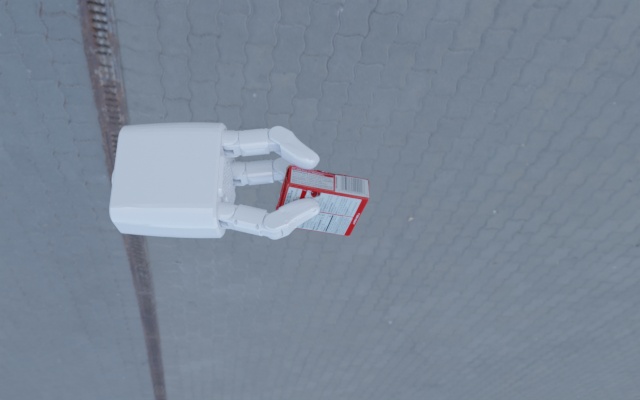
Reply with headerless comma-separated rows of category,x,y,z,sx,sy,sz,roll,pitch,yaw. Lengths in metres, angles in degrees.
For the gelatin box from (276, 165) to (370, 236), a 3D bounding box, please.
gelatin box,0.000,0.002,0.514,0.089,0.030,0.073,10,-39,-9
